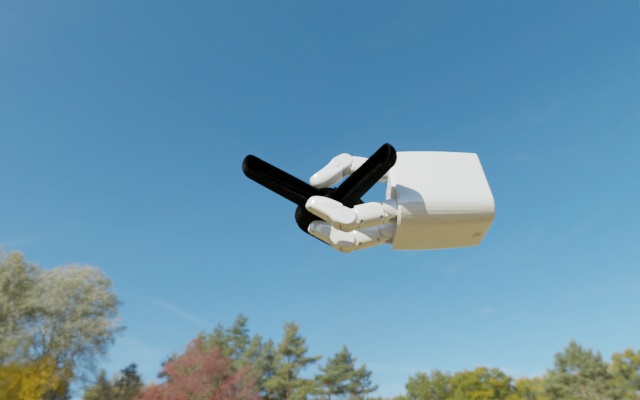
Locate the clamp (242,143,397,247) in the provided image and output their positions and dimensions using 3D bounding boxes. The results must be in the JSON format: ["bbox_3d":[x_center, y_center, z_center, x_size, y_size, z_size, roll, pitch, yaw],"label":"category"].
[{"bbox_3d":[0.000,0.001,0.578,0.164,0.036,0.210,0,-31,2],"label":"clamp"}]
